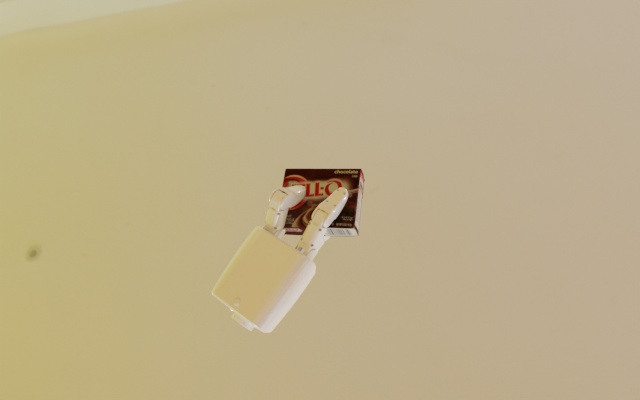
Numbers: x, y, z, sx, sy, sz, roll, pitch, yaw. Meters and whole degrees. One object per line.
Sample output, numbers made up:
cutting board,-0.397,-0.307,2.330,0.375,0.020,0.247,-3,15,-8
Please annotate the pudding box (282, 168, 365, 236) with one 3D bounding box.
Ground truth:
pudding box,0.000,0.002,0.656,0.113,0.090,0.039,2,-25,14
